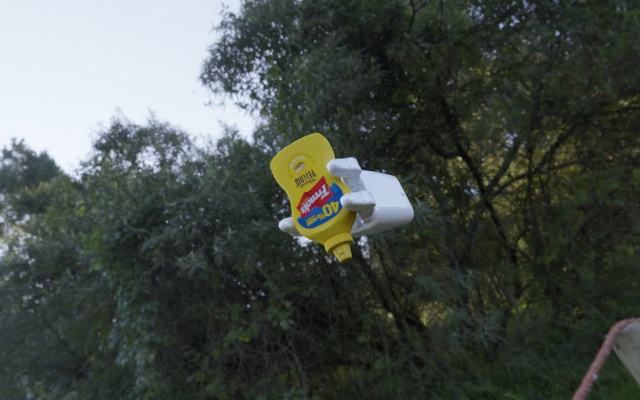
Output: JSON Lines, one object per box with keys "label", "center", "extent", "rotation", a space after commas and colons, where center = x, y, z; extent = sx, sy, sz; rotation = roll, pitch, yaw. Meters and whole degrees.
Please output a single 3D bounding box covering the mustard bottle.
{"label": "mustard bottle", "center": [0.000, 0.002, 0.700], "extent": [0.096, 0.191, 0.058], "rotation": [-29, -22, 13]}
